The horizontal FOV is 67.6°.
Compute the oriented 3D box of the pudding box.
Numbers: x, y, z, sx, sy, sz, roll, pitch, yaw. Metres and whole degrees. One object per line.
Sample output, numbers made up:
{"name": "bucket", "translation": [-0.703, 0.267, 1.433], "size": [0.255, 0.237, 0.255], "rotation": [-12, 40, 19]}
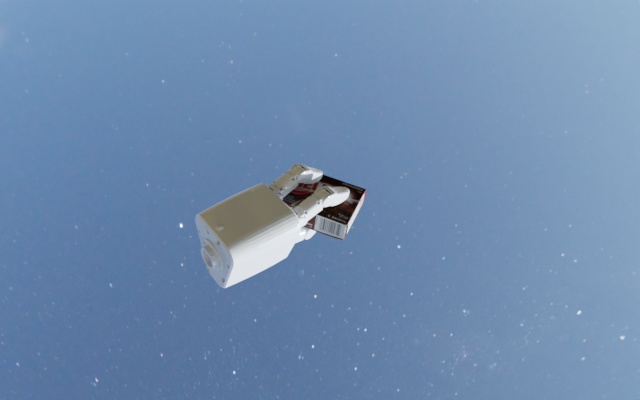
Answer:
{"name": "pudding box", "translation": [0.000, 0.002, 0.707], "size": [0.113, 0.039, 0.090], "rotation": [21, 43, 10]}
